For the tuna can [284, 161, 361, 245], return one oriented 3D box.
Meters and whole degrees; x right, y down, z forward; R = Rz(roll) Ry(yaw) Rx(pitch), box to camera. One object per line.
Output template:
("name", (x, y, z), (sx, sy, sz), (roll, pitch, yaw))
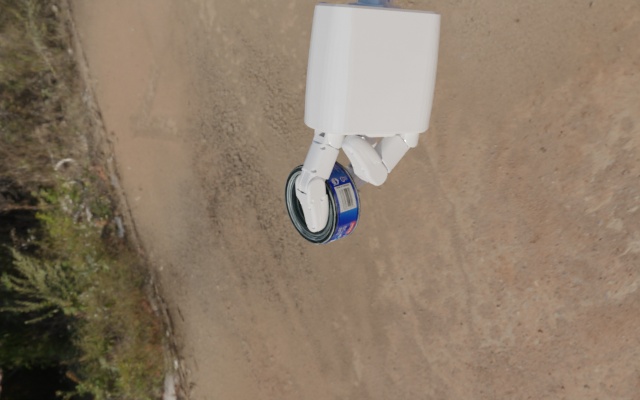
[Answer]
("tuna can", (0.000, 0.002, 0.495), (0.033, 0.086, 0.086), (-17, 11, -37))
